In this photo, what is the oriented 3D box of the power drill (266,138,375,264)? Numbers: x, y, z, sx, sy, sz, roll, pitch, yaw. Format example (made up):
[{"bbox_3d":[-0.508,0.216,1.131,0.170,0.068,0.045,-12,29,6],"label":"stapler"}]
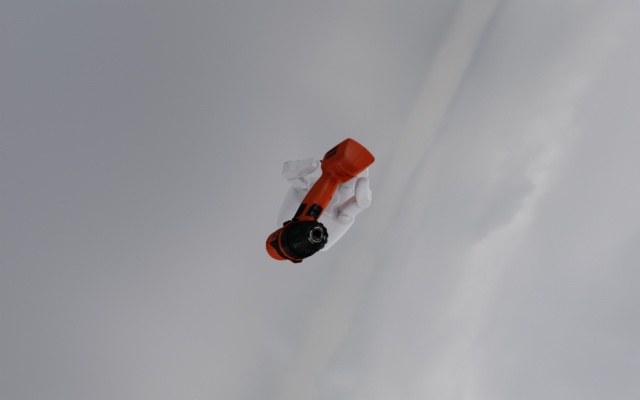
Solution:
[{"bbox_3d":[0.000,0.002,0.671,0.057,0.187,0.184,40,-20,-11],"label":"power drill"}]
